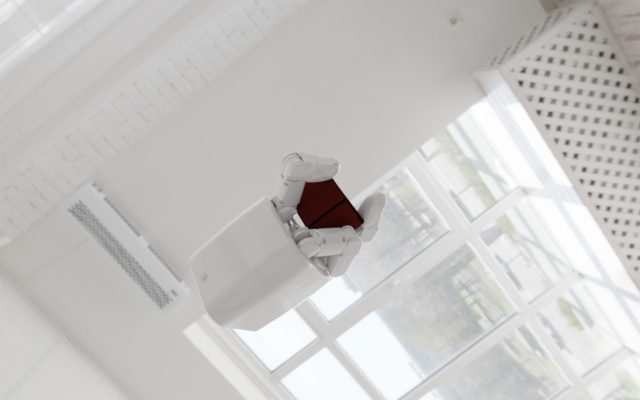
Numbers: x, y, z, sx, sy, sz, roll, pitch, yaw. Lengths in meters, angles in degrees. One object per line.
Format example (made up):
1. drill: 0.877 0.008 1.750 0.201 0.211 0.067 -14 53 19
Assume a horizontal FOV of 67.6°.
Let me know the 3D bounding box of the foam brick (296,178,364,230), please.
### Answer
1. foam brick: 0.000 0.001 0.507 0.051 0.078 0.053 -37 -42 3
